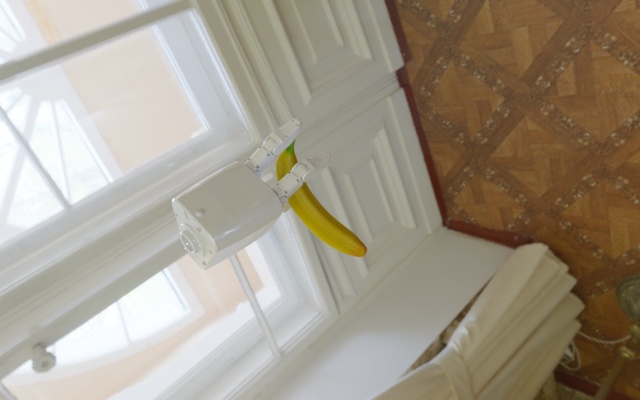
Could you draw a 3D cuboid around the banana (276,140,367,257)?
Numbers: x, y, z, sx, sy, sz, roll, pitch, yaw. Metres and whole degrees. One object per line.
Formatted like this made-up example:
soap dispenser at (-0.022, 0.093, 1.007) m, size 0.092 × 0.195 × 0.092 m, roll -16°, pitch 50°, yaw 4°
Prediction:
banana at (-0.010, 0.007, 0.678) m, size 0.037 × 0.198 × 0.070 m, roll -31°, pitch -6°, yaw -36°
